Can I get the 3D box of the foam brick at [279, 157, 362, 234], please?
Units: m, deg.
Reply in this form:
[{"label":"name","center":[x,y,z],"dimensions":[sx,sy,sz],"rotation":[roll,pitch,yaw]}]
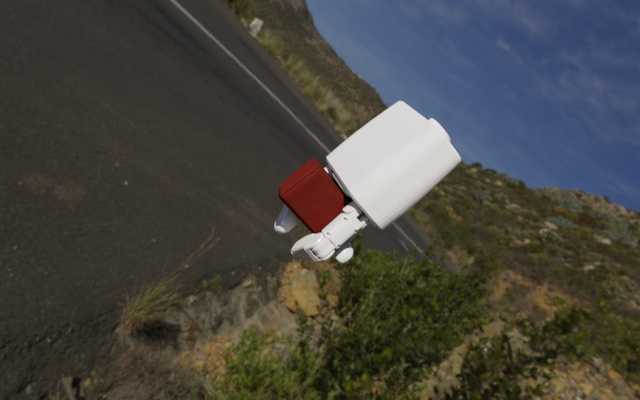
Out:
[{"label":"foam brick","center":[0.000,0.002,0.506],"dimensions":[0.051,0.078,0.053],"rotation":[-40,17,7]}]
